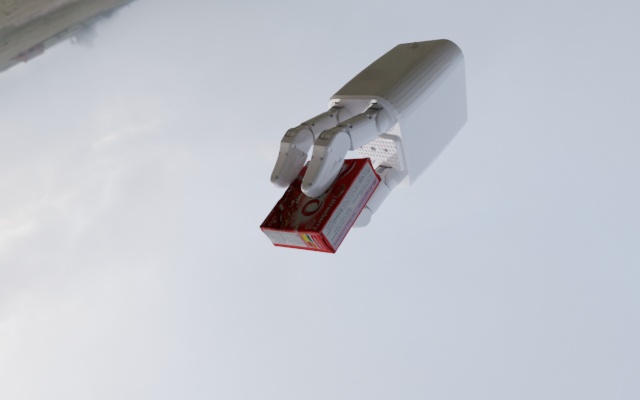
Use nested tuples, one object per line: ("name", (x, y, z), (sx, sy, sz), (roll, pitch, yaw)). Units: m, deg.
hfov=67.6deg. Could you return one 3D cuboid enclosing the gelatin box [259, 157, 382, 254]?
("gelatin box", (0.000, 0.002, 0.414), (0.073, 0.089, 0.030), (2, -42, 44))
